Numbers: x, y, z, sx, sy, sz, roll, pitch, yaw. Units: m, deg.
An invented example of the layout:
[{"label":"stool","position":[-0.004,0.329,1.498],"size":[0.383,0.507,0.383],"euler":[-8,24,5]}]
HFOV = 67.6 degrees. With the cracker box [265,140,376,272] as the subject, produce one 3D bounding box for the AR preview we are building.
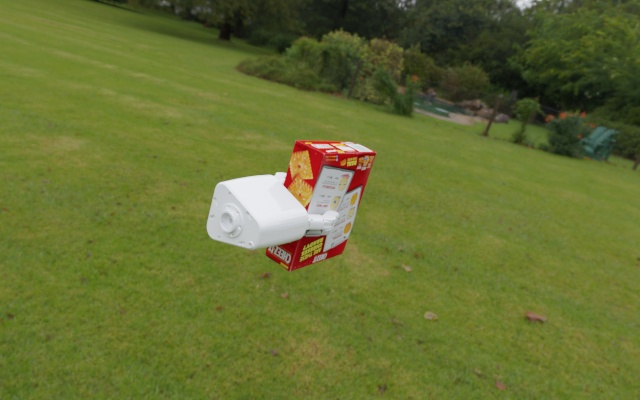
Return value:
[{"label":"cracker box","position":[0.000,0.003,0.845],"size":[0.072,0.214,0.164],"euler":[29,22,31]}]
